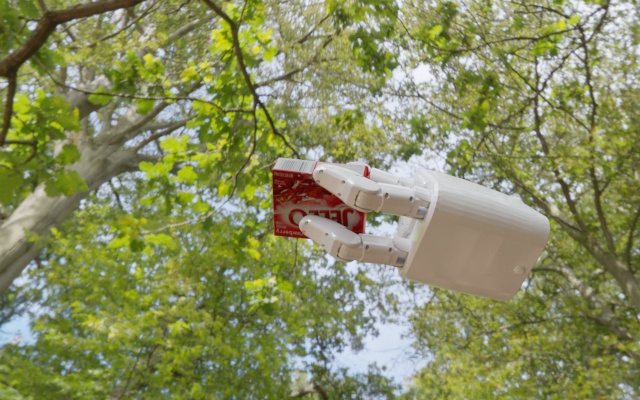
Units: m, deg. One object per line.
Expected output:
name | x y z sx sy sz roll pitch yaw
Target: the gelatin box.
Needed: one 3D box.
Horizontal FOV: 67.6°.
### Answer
gelatin box | 0.000 0.001 0.452 0.089 0.073 0.030 6 30 8
